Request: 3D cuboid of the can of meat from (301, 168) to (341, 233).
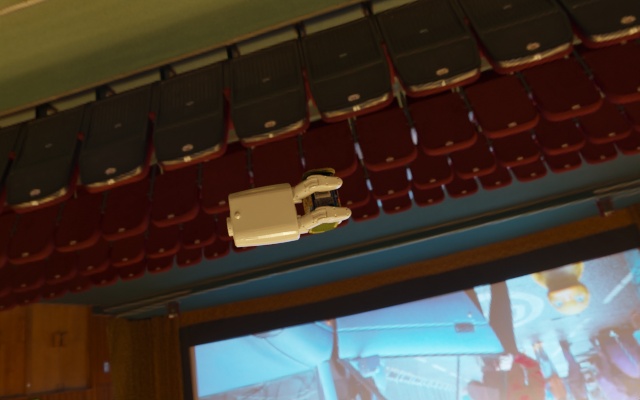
[{"bbox_3d":[0.000,0.003,0.842,0.057,0.084,0.102,-7,-21,-11],"label":"can of meat"}]
